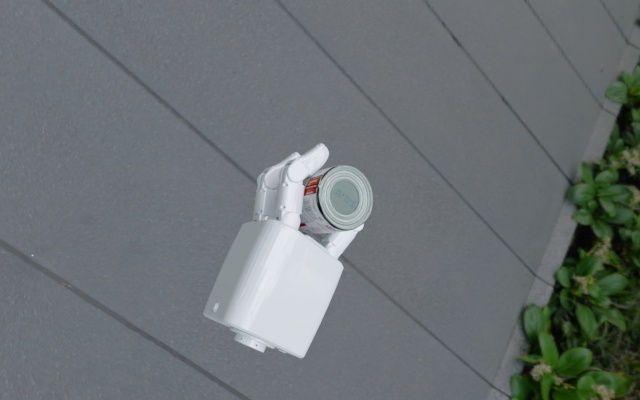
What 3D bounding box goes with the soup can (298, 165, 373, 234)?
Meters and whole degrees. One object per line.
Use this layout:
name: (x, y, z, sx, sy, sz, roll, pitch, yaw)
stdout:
soup can: (0.001, 0.001, 0.516, 0.068, 0.068, 0.102, 0, -5, -31)
